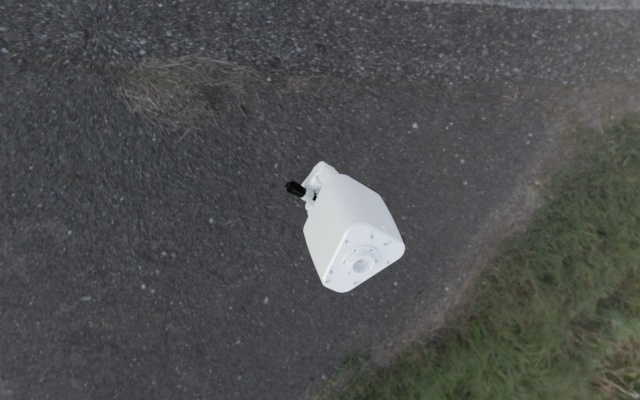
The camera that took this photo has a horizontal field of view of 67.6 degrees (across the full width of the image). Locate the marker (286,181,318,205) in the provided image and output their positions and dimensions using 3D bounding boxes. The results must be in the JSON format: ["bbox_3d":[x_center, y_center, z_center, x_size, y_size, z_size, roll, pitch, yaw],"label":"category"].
[{"bbox_3d":[0.000,0.002,0.700,0.121,0.020,0.020,27,-15,-30],"label":"marker"}]
